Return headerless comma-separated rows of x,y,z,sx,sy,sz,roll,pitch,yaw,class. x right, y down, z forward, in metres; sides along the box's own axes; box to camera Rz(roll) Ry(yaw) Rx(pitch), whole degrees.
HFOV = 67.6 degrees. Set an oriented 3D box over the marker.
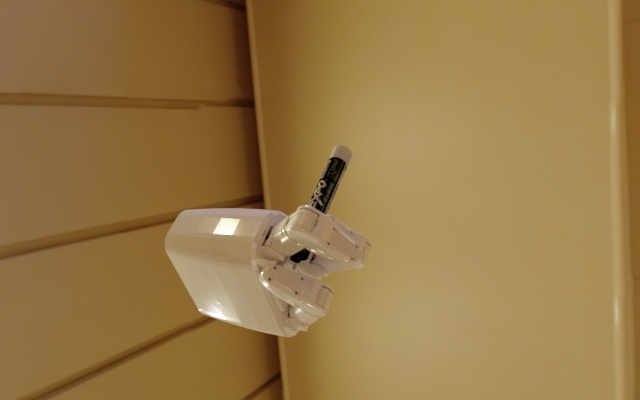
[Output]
0.000,0.001,0.414,0.020,0.121,0.020,17,-32,11,marker
